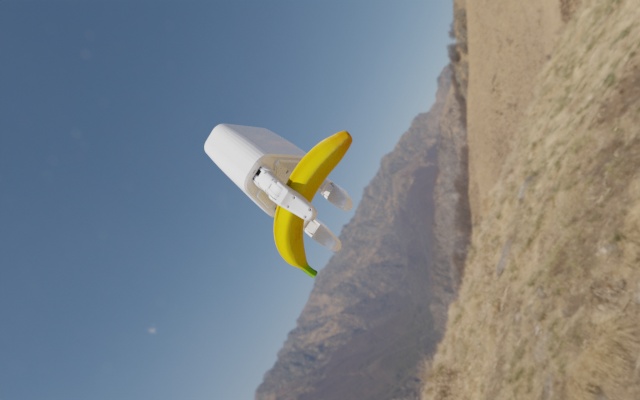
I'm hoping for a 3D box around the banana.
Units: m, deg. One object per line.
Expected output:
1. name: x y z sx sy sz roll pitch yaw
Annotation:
1. banana: -0.018 0.003 0.588 0.069 0.198 0.037 5 24 -22
